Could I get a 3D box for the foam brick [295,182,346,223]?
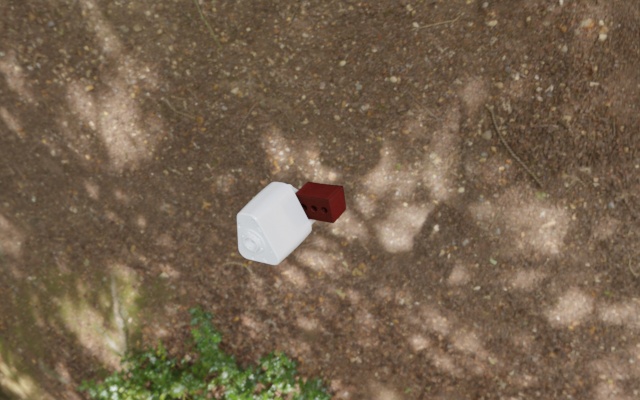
[{"bbox_3d":[0.000,0.003,0.878,0.078,0.053,0.051,8,35,31],"label":"foam brick"}]
